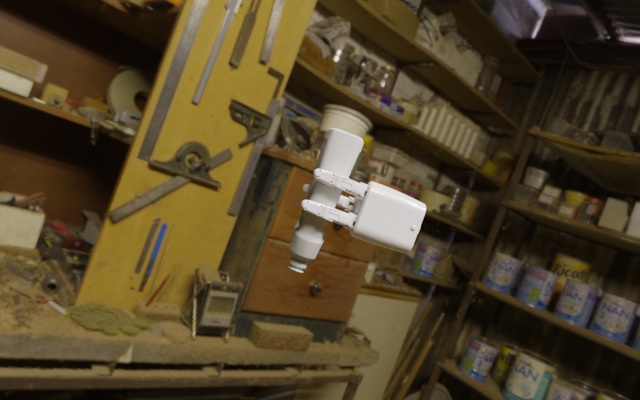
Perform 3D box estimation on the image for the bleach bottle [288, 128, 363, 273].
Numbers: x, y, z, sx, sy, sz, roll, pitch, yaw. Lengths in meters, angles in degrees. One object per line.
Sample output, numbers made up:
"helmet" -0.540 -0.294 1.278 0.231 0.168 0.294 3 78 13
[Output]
"bleach bottle" 0.000 0.003 0.839 0.068 0.251 0.102 20 1 -4
